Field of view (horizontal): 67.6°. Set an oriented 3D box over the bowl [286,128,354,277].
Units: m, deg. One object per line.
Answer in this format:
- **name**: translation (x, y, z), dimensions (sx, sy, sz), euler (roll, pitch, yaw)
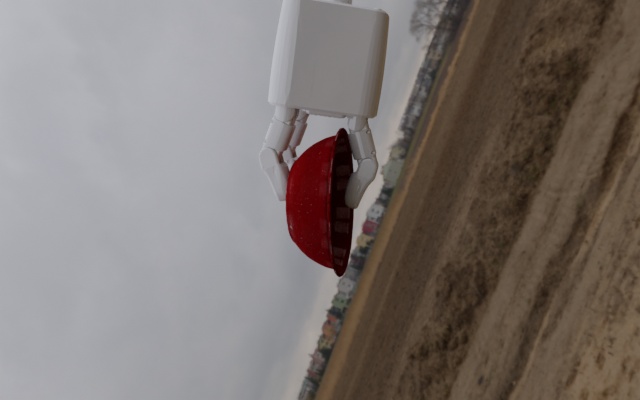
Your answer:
- **bowl**: translation (0.000, 0.003, 0.525), dimensions (0.055, 0.162, 0.162), euler (0, 0, 12)
